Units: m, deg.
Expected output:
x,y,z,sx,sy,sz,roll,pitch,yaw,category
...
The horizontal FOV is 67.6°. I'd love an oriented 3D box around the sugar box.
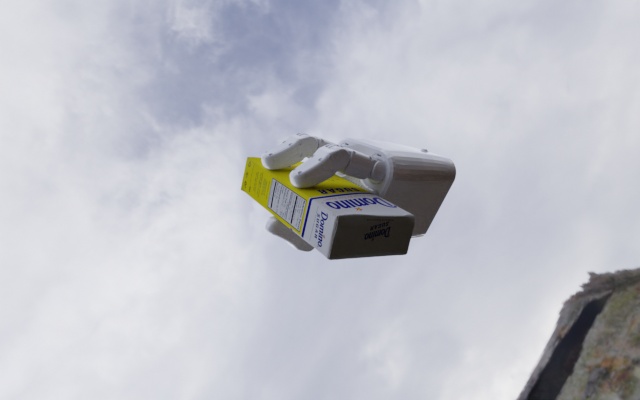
x,y,z,sx,sy,sz,roll,pitch,yaw,category
0.000,0.001,0.473,0.093,0.048,0.176,1,17,-36,sugar box
